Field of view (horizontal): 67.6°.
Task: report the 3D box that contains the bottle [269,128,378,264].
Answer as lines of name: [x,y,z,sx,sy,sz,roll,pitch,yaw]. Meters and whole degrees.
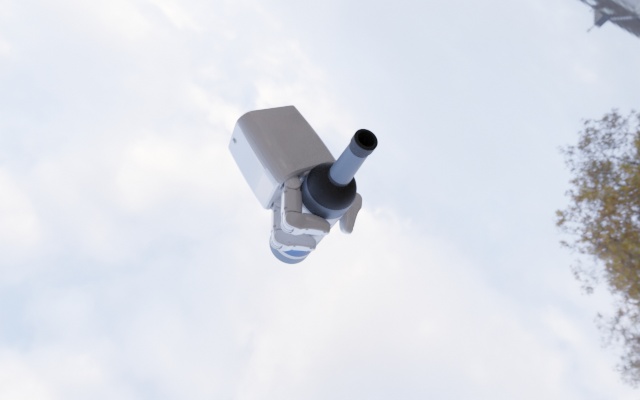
bottle: [0.000,0.002,0.618,0.069,0.069,0.296,0,-27,-21]
